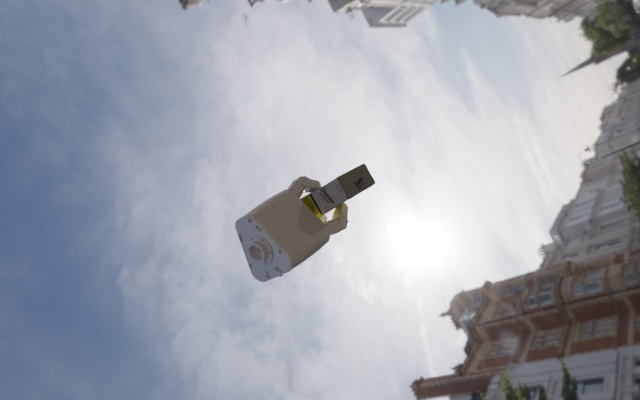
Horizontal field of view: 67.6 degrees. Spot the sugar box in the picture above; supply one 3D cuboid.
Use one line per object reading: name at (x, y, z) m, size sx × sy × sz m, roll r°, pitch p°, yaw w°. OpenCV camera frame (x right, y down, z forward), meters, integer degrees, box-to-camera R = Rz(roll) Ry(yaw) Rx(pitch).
sugar box at (0.000, 0.003, 0.812) m, size 0.176 × 0.048 × 0.093 m, roll -27°, pitch 1°, yaw 39°
